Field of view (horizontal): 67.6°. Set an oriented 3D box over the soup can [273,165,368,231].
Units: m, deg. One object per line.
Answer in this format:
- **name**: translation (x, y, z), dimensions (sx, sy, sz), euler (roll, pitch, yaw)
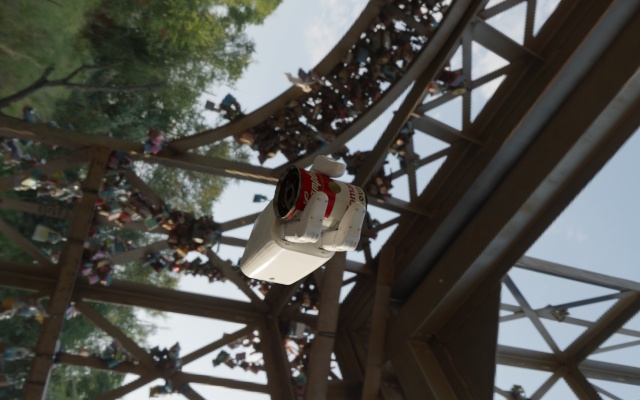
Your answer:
- **soup can**: translation (0.001, 0.002, 0.607), dimensions (0.102, 0.068, 0.068), euler (17, -8, -28)
